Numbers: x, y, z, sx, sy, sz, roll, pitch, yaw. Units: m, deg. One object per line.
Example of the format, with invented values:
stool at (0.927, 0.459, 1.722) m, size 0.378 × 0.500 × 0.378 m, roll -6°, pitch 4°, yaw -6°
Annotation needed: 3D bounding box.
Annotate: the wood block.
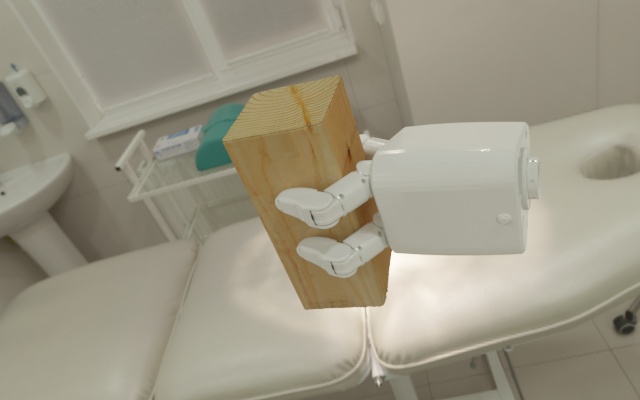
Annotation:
wood block at (0.000, 0.001, 0.456) m, size 0.090 × 0.206 × 0.090 m, roll -7°, pitch 36°, yaw 20°
